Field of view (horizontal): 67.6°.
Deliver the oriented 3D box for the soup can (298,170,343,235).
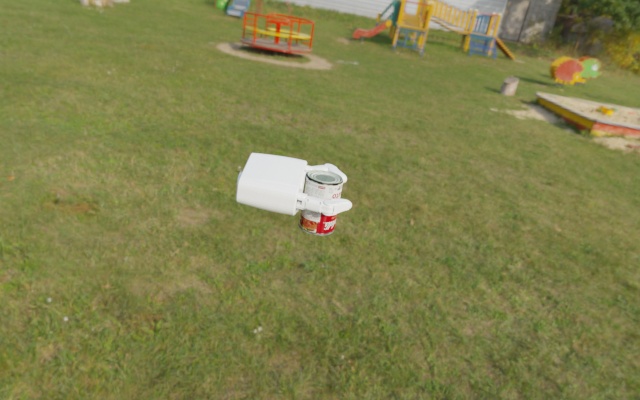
[{"bbox_3d":[0.001,0.003,0.867,0.068,0.102,0.068,9,23,-4],"label":"soup can"}]
